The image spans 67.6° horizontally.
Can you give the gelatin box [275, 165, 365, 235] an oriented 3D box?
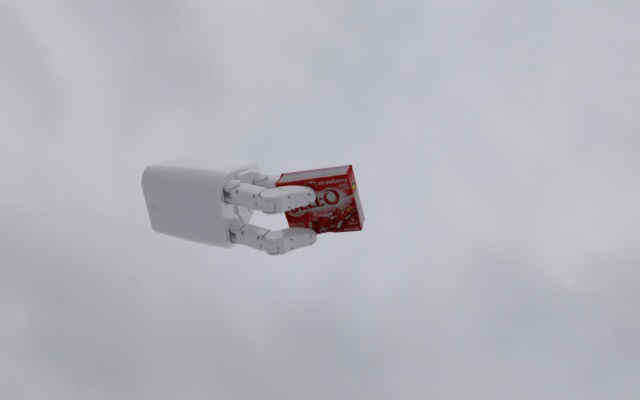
[{"bbox_3d":[0.001,0.002,0.548,0.089,0.073,0.030,-6,27,18],"label":"gelatin box"}]
